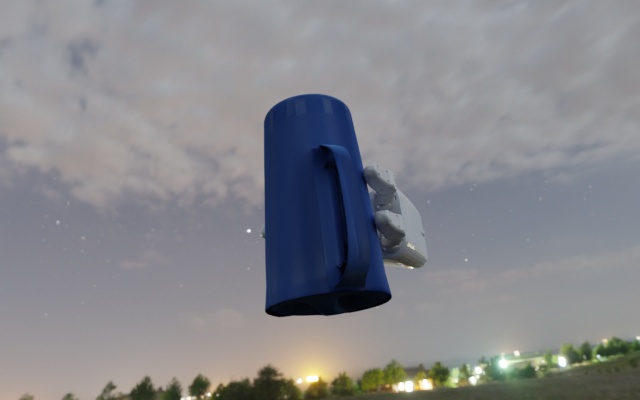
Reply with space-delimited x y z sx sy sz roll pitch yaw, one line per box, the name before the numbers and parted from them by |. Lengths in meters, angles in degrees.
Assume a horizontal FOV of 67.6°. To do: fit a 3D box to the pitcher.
pitcher | 0.000 0.002 0.534 0.149 0.242 0.145 -18 -24 25
